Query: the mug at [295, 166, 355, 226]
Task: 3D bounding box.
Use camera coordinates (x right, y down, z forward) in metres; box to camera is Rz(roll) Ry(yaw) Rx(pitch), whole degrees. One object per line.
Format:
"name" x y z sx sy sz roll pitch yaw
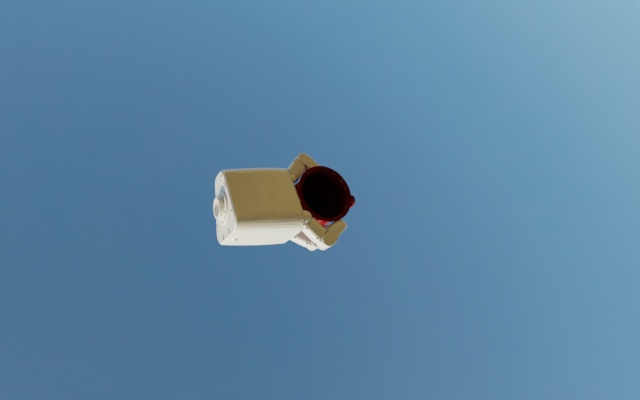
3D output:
"mug" 0.001 0.003 0.779 0.117 0.093 0.081 1 -20 -29
